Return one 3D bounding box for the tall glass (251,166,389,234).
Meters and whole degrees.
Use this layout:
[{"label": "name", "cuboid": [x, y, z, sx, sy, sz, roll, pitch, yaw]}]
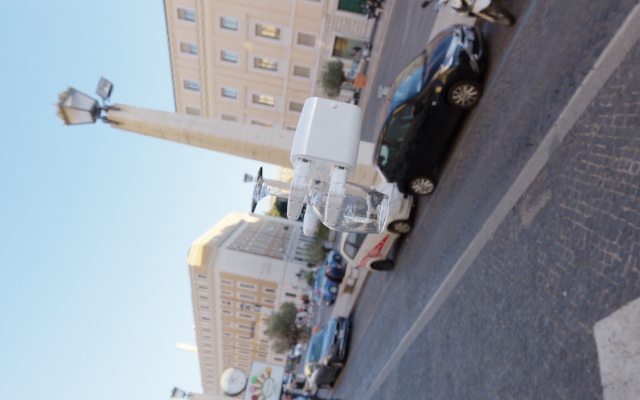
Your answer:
[{"label": "tall glass", "cuboid": [-0.001, 0.002, 0.731, 0.201, 0.079, 0.079, 11, 0, -1]}]
